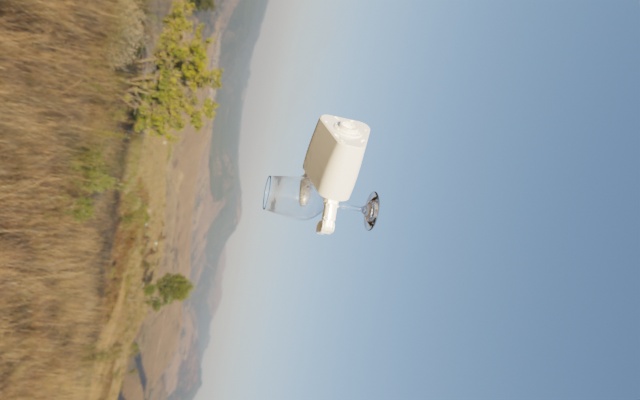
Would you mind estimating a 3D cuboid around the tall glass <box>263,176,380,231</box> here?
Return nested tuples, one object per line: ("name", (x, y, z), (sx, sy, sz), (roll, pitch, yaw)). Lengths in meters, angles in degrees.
("tall glass", (0.001, 0.003, 0.863), (0.201, 0.079, 0.079), (10, -2, -13))
